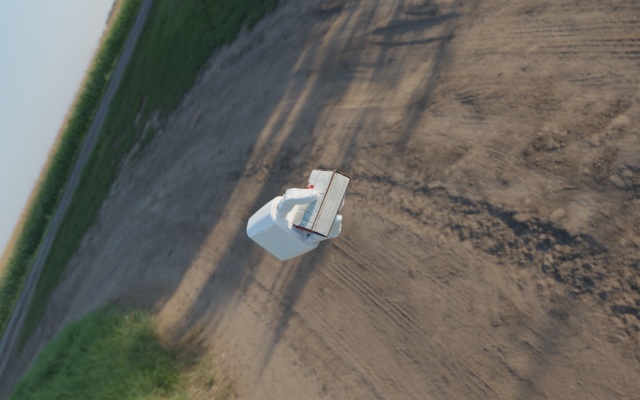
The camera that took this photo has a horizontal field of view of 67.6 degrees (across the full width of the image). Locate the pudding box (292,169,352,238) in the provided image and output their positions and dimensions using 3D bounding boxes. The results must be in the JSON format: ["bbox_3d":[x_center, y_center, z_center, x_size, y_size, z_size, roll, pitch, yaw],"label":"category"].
[{"bbox_3d":[0.000,0.003,0.829,0.039,0.113,0.090,23,-5,-26],"label":"pudding box"}]
